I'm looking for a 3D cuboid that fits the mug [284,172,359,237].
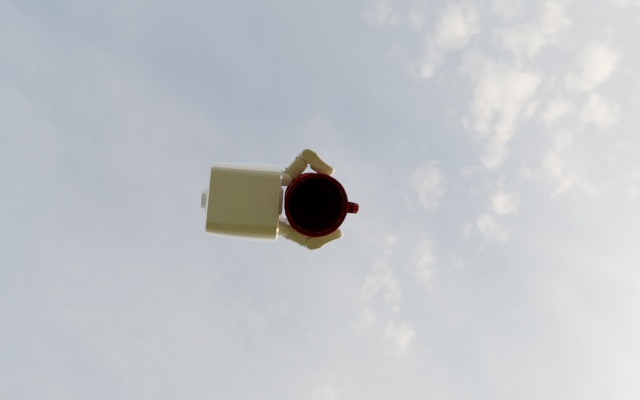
[{"bbox_3d":[0.002,0.002,0.719,0.117,0.093,0.081,5,8,-10],"label":"mug"}]
